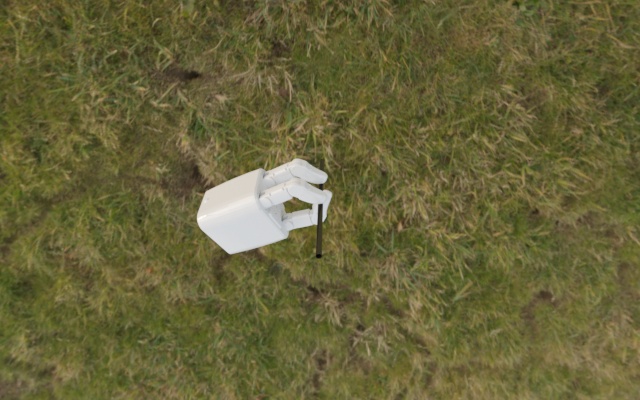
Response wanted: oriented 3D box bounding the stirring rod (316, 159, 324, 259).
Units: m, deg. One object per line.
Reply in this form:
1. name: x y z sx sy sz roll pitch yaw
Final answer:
1. stirring rod: 0.000 0.002 0.715 0.011 0.011 0.239 0 36 1
